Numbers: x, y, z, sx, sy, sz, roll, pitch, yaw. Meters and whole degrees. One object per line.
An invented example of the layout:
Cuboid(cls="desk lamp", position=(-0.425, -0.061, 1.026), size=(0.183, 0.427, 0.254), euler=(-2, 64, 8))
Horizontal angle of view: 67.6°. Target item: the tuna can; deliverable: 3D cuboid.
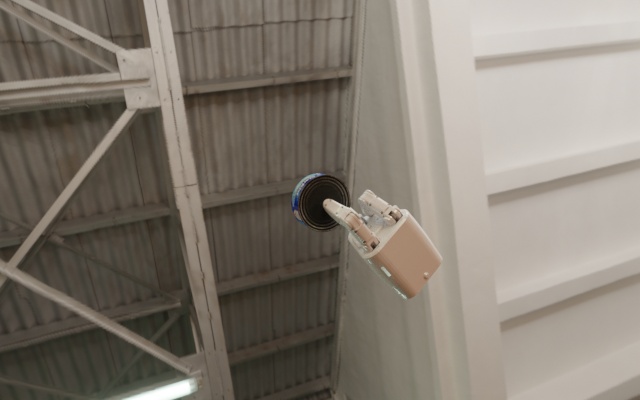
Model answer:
Cuboid(cls="tuna can", position=(0.000, 0.002, 0.716), size=(0.086, 0.086, 0.033), euler=(0, 8, -25))
